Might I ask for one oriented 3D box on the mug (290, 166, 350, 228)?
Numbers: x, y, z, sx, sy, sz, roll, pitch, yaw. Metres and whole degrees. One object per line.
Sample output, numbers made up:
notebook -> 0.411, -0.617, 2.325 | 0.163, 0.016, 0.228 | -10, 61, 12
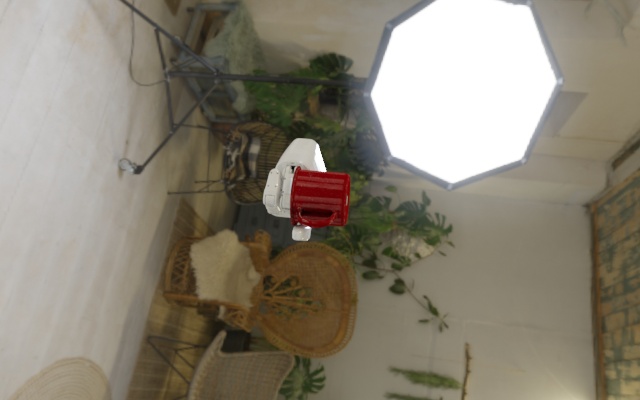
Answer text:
mug -> 0.000, 0.003, 0.721 | 0.081, 0.093, 0.117 | 5, 32, 7
